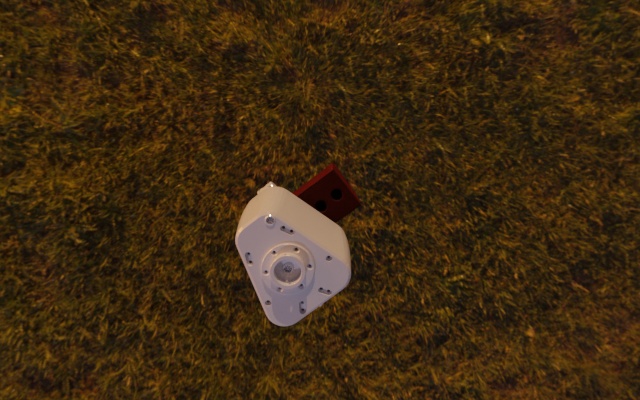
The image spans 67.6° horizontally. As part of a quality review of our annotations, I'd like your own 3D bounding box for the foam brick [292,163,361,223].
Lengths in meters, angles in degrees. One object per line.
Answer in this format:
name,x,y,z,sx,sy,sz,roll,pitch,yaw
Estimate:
foam brick,0.000,0.002,0.555,0.078,0.053,0.051,-37,10,6
